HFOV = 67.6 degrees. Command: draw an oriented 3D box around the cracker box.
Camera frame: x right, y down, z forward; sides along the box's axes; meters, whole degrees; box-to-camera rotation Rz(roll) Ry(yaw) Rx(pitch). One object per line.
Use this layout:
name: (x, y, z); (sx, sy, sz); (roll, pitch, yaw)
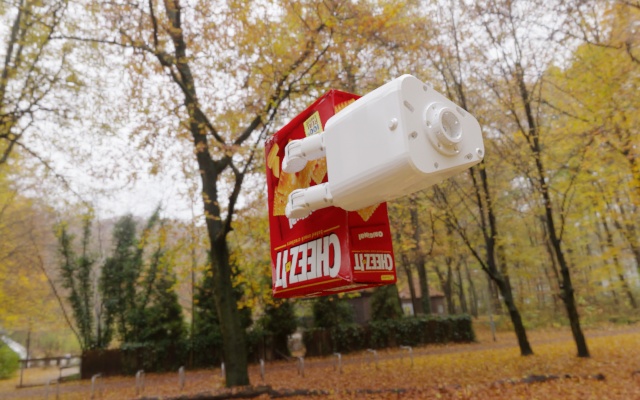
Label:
cracker box: (0.000, 0.002, 0.571); (0.072, 0.213, 0.164); (6, -18, -34)
